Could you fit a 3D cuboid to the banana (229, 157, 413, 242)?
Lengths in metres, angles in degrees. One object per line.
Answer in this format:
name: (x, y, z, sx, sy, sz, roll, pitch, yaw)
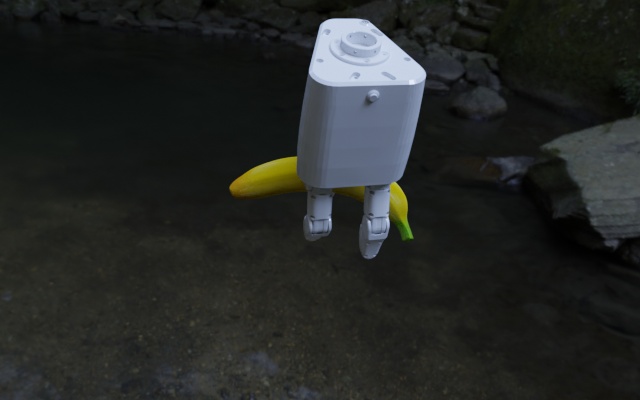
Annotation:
banana: (0.008, -0.014, 0.499, 0.198, 0.069, 0.037, 14, -24, 1)
